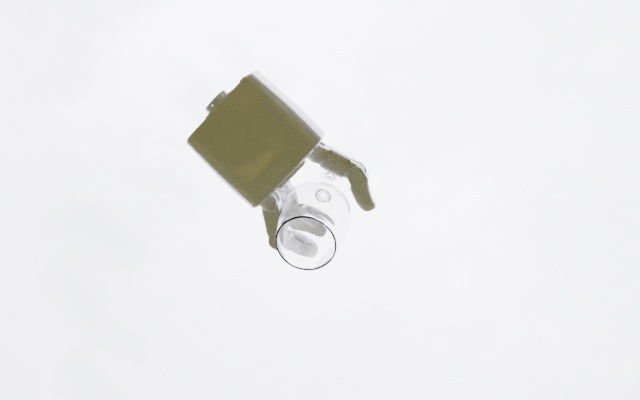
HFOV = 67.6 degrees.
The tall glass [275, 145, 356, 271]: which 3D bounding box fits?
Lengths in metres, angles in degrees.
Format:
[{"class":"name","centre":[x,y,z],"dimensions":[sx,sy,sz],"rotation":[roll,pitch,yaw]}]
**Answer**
[{"class":"tall glass","centre":[0.000,0.002,0.557],"dimensions":[0.079,0.079,0.201],"rotation":[0,25,9]}]
